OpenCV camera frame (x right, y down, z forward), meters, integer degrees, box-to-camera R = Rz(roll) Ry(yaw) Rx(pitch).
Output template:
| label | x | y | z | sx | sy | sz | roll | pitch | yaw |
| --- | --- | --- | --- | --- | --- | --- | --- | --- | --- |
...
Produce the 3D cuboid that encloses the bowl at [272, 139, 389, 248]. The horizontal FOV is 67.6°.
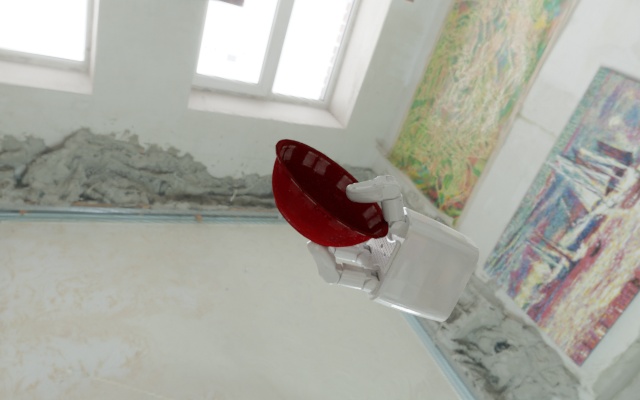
| label | x | y | z | sx | sy | sz | roll | pitch | yaw |
| --- | --- | --- | --- | --- | --- | --- | --- | --- | --- |
| bowl | -0.001 | 0.001 | 0.550 | 0.162 | 0.055 | 0.162 | 35 | 21 | -16 |
